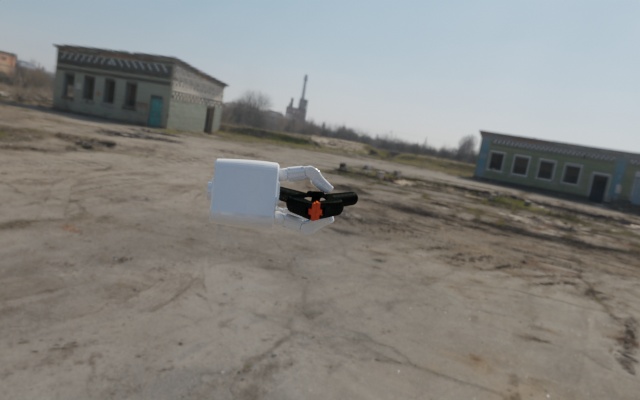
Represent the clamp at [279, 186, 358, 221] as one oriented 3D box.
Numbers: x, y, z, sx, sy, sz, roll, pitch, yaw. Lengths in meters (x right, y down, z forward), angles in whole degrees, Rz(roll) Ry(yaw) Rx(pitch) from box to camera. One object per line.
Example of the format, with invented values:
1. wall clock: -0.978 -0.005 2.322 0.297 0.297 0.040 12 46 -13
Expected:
1. clamp: 0.000 0.002 0.823 0.164 0.036 0.210 3 8 -8
